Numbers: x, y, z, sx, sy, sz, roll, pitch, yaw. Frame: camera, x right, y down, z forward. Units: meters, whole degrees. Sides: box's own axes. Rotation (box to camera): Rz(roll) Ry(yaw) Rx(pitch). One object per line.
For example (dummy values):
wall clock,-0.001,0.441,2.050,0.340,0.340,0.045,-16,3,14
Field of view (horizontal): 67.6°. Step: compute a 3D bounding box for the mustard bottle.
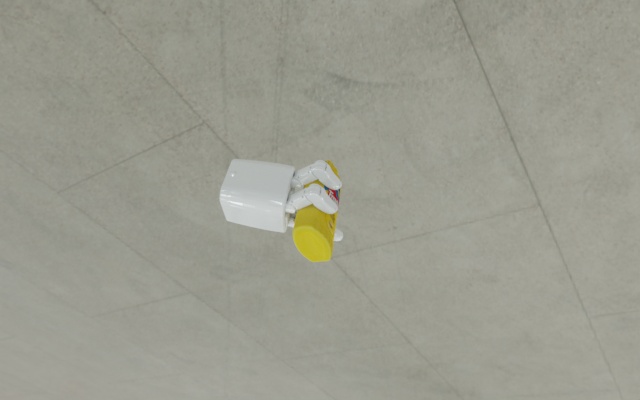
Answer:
mustard bottle,0.000,0.003,0.814,0.058,0.191,0.096,-8,-45,20
